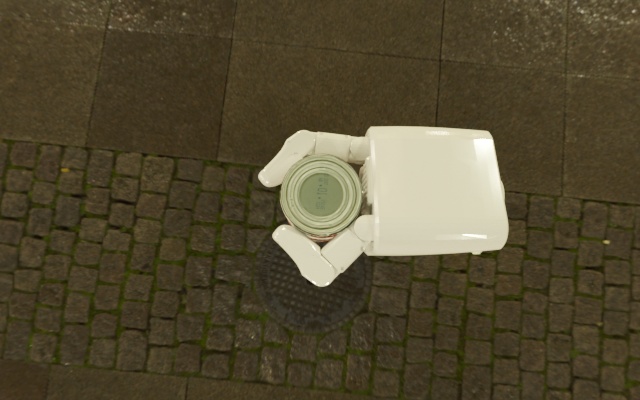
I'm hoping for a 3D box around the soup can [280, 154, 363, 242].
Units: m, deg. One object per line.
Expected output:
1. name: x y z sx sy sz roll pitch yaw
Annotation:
1. soup can: 0.000 0.001 0.425 0.068 0.068 0.102 0 -7 -1
